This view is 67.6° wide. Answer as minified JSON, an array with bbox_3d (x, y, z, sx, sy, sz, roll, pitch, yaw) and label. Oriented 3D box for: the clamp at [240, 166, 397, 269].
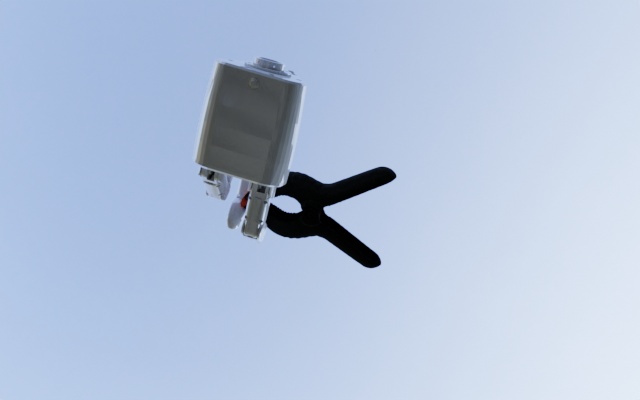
[{"bbox_3d":[0.000,0.002,0.528,0.171,0.120,0.039,16,19,1],"label":"clamp"}]
